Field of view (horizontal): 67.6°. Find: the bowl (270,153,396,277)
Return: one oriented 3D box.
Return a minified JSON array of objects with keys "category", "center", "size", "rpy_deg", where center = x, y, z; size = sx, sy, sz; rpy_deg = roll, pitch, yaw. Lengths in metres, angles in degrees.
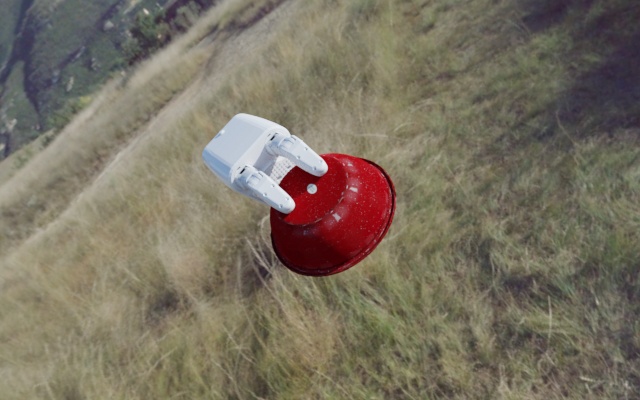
[{"category":"bowl","center":[0.001,0.002,0.538],"size":[0.162,0.162,0.055],"rpy_deg":[0,-32,31]}]
